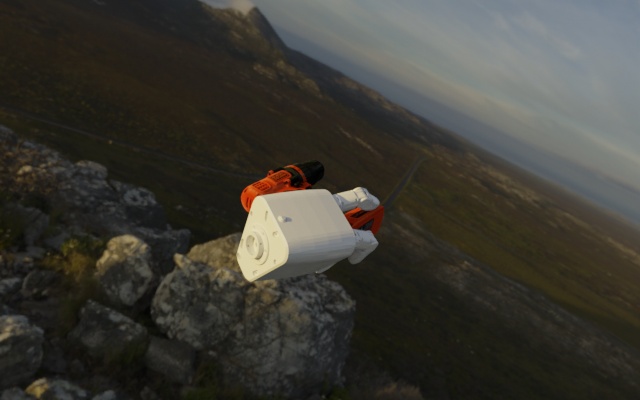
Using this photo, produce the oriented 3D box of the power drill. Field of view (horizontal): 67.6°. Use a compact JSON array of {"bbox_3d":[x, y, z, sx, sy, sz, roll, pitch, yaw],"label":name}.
[{"bbox_3d":[0.000,0.003,0.740,0.187,0.057,0.184,26,35,26],"label":"power drill"}]
